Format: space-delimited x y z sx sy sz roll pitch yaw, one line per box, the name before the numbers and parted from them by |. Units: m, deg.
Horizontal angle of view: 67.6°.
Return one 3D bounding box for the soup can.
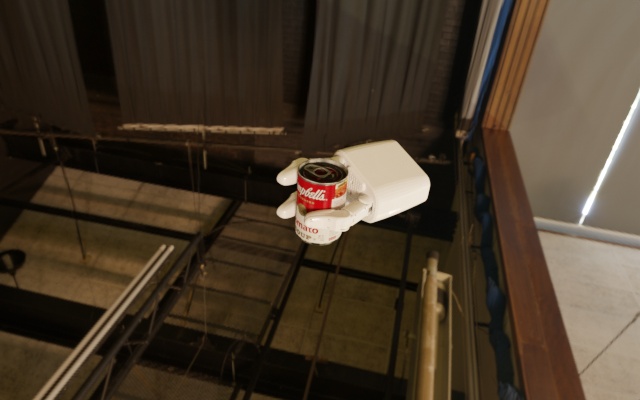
soup can | 0.000 0.003 0.658 0.068 0.102 0.068 3 33 -2
